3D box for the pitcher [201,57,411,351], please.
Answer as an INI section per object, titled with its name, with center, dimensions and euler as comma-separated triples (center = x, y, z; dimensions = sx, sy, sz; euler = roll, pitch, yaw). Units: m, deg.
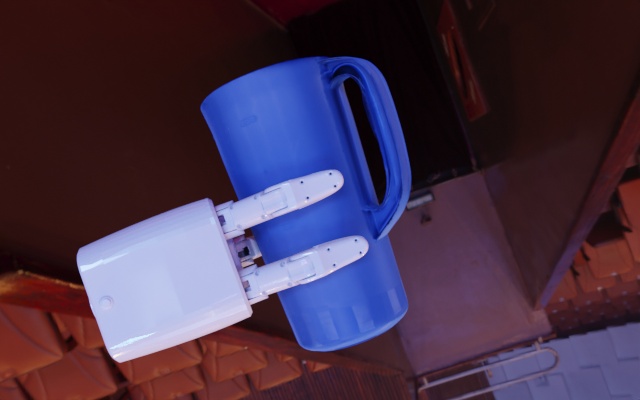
[pitcher]
center = 0.000, 0.001, 0.432
dimensions = 0.145, 0.243, 0.149
euler = -20, 0, -11
